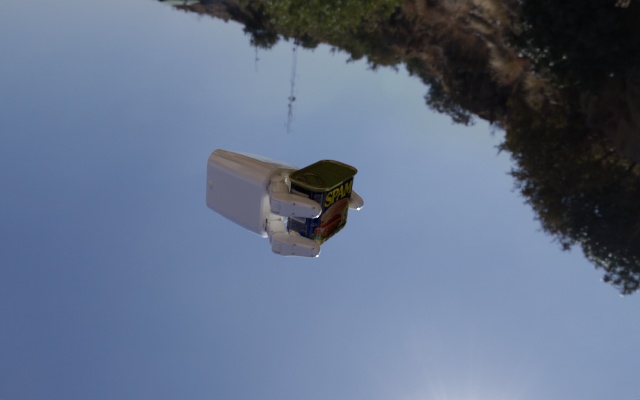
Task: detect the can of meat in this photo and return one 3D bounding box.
[{"bbox_3d":[0.000,0.002,0.622,0.057,0.084,0.102,21,28,26],"label":"can of meat"}]
